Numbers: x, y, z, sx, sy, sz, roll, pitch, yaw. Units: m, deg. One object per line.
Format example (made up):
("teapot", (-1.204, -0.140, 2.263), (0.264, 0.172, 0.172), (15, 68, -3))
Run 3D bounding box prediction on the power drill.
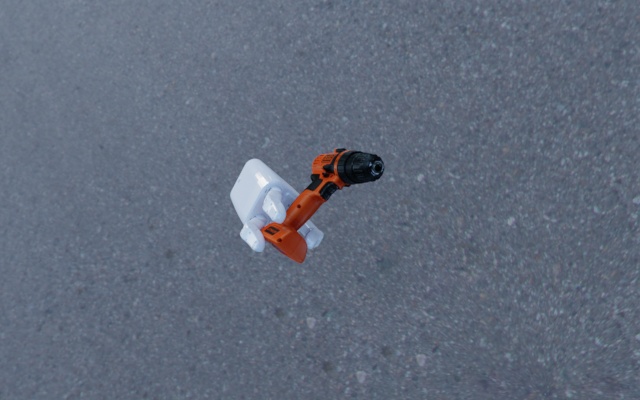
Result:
("power drill", (0.000, 0.003, 0.714), (0.057, 0.187, 0.184), (44, -14, -19))
